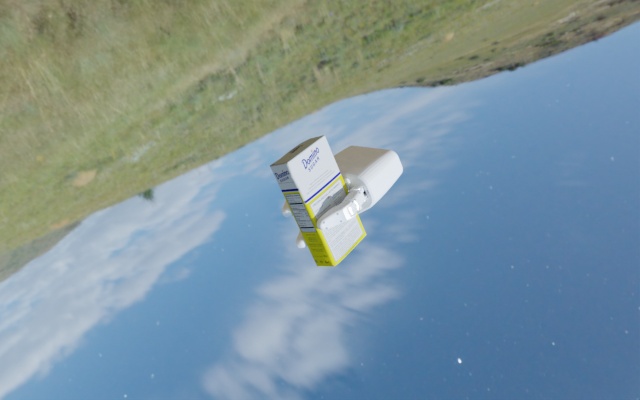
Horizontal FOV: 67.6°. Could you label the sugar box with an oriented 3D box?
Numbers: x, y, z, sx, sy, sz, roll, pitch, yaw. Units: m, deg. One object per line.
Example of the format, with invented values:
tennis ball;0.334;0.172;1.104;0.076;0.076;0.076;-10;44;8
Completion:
sugar box;0.000;0.002;0.714;0.048;0.176;0.093;-7;25;44
